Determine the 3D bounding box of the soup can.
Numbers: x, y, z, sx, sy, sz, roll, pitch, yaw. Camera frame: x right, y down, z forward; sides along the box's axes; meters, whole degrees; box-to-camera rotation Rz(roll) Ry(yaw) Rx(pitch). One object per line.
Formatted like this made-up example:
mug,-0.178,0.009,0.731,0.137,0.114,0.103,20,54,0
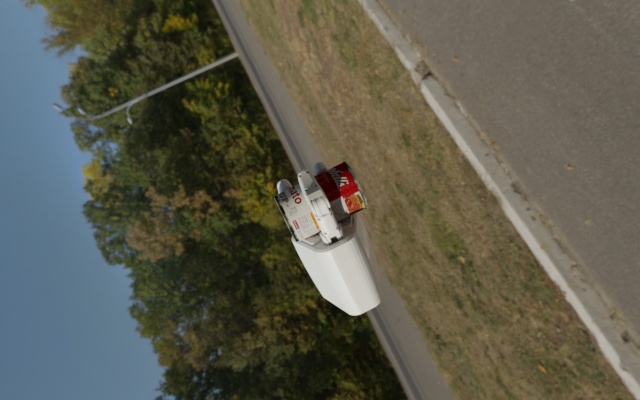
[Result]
soup can,0.000,0.002,0.614,0.102,0.068,0.068,-26,2,-4
